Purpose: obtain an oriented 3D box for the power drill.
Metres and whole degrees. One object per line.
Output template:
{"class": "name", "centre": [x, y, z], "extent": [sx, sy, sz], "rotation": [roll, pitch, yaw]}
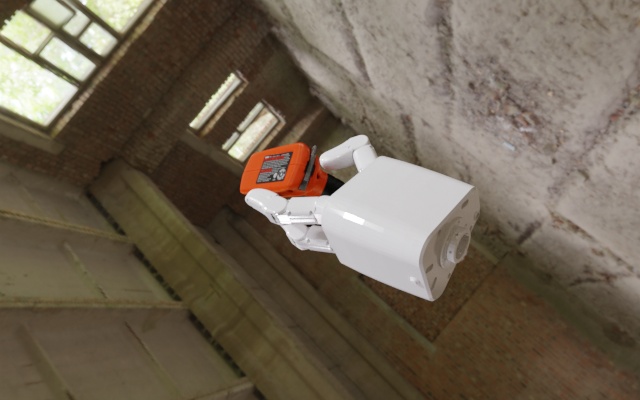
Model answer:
{"class": "power drill", "centre": [0.000, 0.002, 0.577], "extent": [0.188, 0.057, 0.184], "rotation": [28, -22, -37]}
